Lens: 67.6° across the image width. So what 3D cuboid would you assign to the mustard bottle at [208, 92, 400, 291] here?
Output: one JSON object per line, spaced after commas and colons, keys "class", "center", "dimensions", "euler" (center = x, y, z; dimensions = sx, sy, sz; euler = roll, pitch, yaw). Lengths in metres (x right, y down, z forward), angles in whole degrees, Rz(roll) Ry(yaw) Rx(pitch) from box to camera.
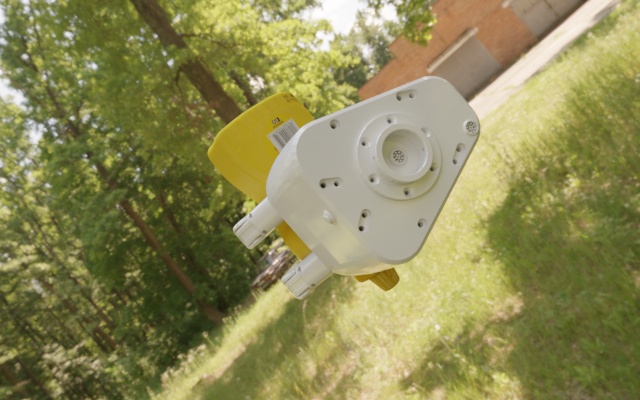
{"class": "mustard bottle", "center": [0.000, 0.001, 0.412], "dimensions": [0.096, 0.191, 0.058], "euler": [-42, 1, -39]}
